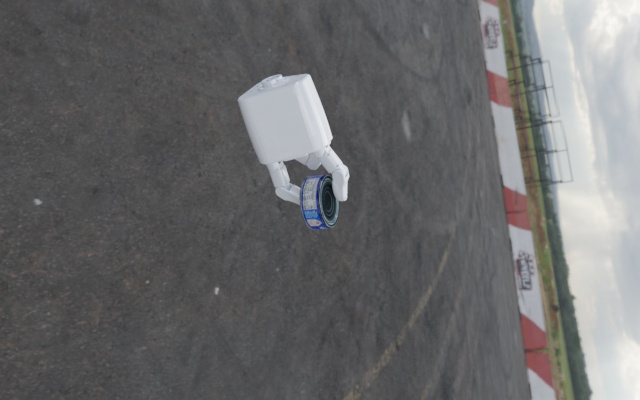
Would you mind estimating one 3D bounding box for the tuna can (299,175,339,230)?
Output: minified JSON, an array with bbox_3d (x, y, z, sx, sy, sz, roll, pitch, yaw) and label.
[{"bbox_3d":[0.001,0.002,0.753,0.034,0.086,0.086,-4,-2,23],"label":"tuna can"}]
